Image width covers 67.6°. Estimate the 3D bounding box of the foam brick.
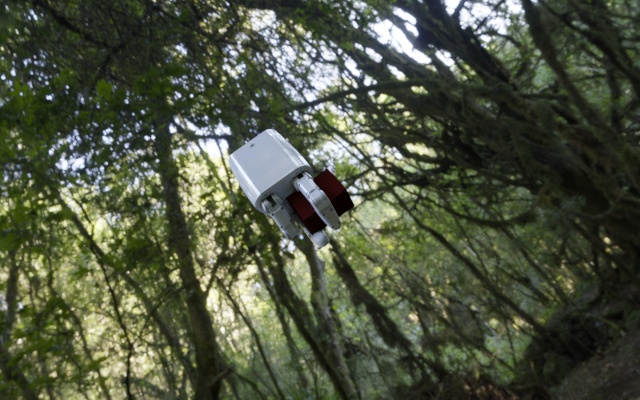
[{"bbox_3d":[0.000,0.002,0.700,0.078,0.051,0.053,-36,-35,-6],"label":"foam brick"}]
